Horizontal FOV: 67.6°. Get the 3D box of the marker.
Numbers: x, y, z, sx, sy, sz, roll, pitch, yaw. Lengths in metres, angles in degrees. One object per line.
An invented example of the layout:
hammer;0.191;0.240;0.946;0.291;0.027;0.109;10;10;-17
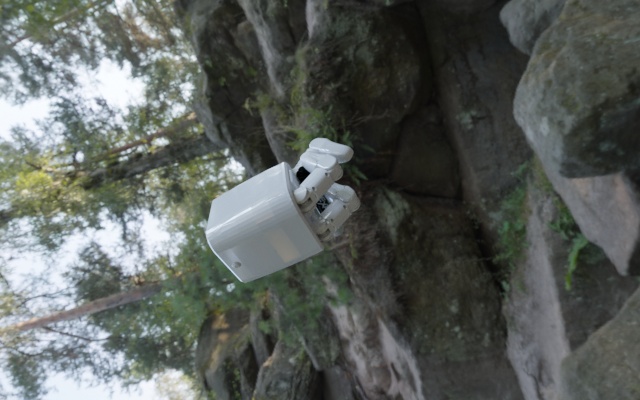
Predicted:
marker;0.000;0.002;0.597;0.020;0.020;0.121;0;-40;29
